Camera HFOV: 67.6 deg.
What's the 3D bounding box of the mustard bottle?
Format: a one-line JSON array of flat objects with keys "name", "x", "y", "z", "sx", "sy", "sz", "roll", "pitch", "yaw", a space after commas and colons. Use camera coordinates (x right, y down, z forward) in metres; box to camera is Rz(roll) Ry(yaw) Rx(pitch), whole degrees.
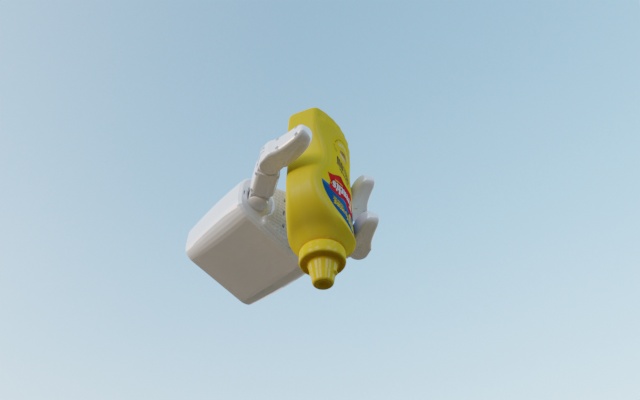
[{"name": "mustard bottle", "x": 0.000, "y": 0.001, "z": 0.460, "sx": 0.058, "sy": 0.191, "sz": 0.096, "roll": -16, "pitch": -47, "yaw": 15}]
